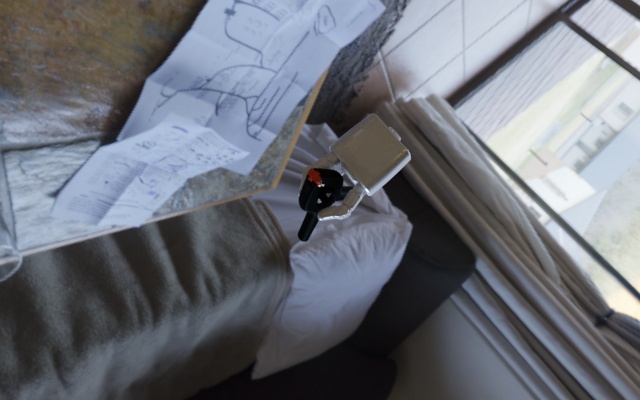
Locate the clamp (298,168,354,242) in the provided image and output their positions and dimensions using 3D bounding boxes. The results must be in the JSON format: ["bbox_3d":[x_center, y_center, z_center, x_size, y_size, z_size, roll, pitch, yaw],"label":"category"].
[{"bbox_3d":[0.001,0.003,0.896,0.164,0.036,0.210,-42,-23,0],"label":"clamp"}]
